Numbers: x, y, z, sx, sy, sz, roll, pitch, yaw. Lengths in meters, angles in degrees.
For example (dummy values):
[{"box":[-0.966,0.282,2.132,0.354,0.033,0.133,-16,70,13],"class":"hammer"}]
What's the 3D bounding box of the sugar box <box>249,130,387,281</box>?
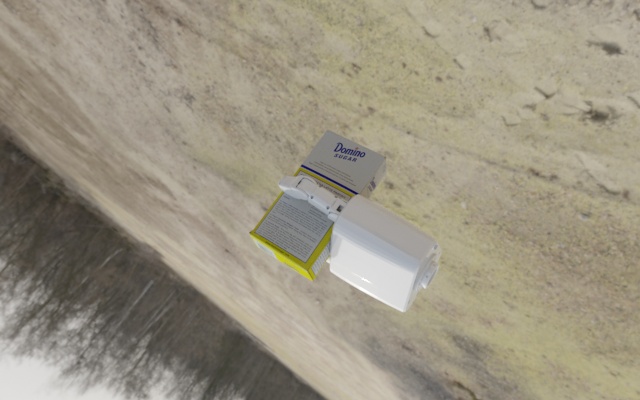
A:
[{"box":[0.000,0.002,0.603,0.093,0.176,0.048,29,-21,22],"class":"sugar box"}]
